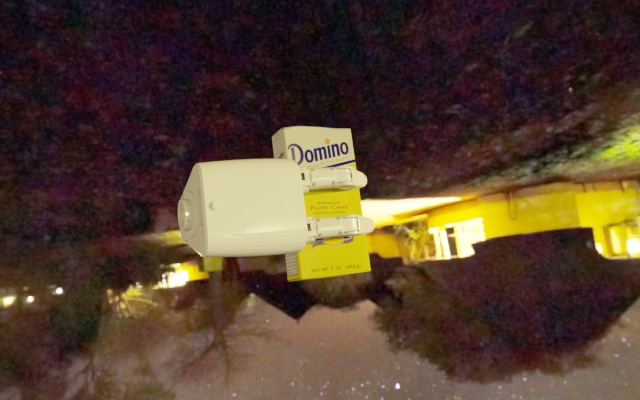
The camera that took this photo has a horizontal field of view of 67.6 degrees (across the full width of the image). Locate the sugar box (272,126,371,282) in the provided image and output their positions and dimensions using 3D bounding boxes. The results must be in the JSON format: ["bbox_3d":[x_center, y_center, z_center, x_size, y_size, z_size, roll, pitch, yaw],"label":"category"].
[{"bbox_3d":[0.000,0.002,0.564,0.093,0.176,0.048,-3,-8,-27],"label":"sugar box"}]
